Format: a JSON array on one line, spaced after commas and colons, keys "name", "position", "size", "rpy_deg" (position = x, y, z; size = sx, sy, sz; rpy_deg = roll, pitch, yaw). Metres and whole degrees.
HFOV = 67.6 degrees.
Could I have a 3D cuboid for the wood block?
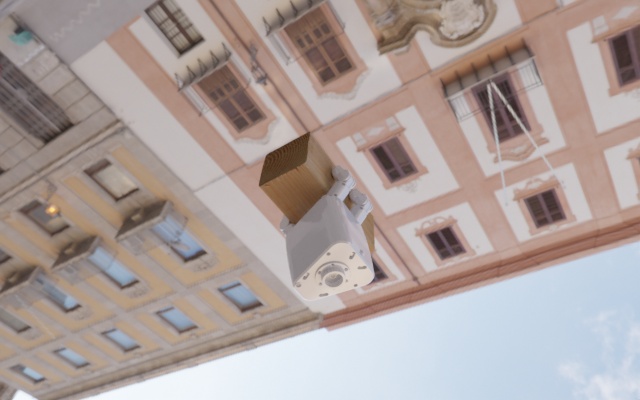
[{"name": "wood block", "position": [0.000, 0.003, 0.788], "size": [0.091, 0.206, 0.090], "rpy_deg": [-25, 34, 22]}]
